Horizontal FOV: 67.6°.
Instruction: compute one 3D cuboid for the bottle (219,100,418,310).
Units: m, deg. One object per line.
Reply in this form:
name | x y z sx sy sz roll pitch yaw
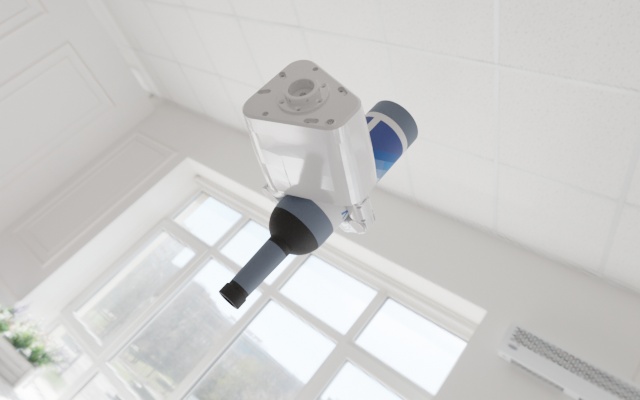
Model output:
bottle | 0.000 0.002 0.535 0.295 0.069 0.069 -47 22 -22
